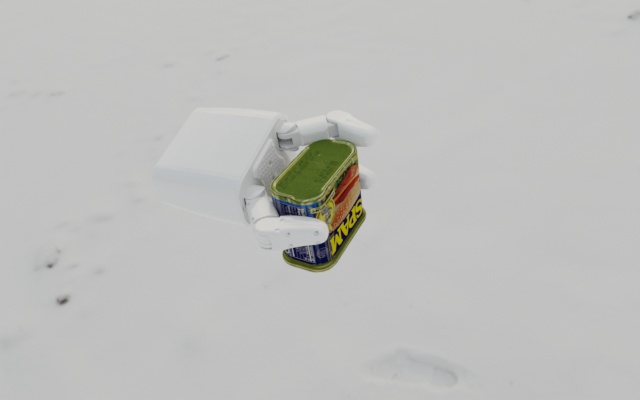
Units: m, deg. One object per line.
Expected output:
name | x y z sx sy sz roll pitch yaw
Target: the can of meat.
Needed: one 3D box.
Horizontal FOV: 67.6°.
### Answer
can of meat | 0.000 0.001 0.451 0.057 0.084 0.102 13 43 26
